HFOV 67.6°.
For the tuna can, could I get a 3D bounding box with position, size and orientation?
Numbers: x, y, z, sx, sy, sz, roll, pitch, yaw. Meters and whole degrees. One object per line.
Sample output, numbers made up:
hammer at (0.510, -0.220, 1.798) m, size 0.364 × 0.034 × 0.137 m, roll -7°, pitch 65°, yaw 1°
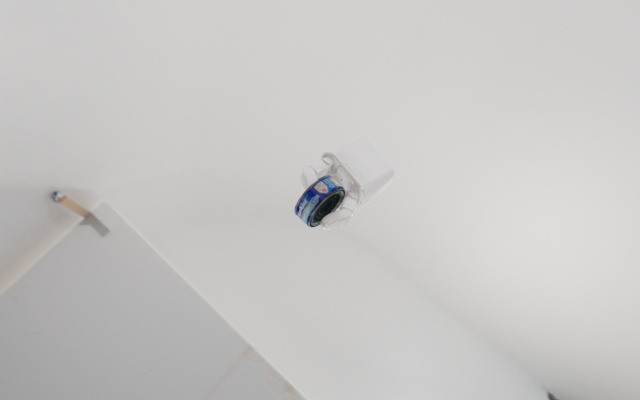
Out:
tuna can at (0.000, 0.003, 0.773) m, size 0.033 × 0.086 × 0.086 m, roll 43°, pitch 17°, yaw 19°
